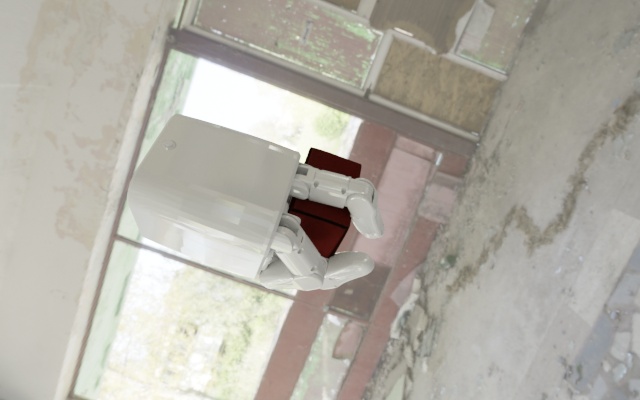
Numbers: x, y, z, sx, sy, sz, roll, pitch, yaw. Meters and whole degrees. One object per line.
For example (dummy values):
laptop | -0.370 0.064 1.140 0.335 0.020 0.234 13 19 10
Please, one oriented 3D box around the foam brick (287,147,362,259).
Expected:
foam brick | 0.000 0.001 0.423 0.051 0.078 0.053 19 -41 -5
